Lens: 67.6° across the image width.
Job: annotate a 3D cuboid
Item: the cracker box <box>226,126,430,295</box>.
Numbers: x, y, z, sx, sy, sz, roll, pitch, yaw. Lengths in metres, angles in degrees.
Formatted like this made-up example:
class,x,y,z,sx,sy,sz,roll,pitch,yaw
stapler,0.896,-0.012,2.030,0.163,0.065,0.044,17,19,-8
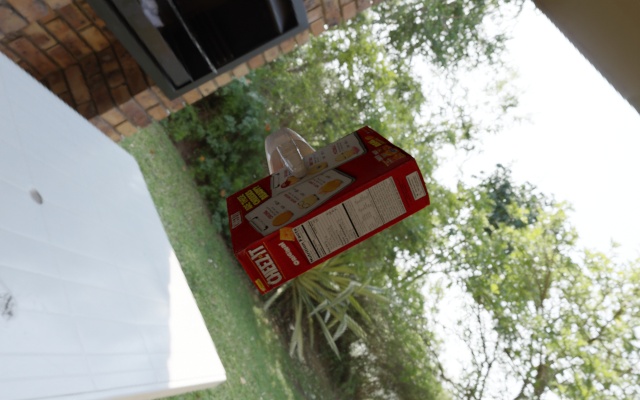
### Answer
class,x,y,z,sx,sy,sz,roll,pitch,yaw
cracker box,0.000,0.002,0.574,0.213,0.072,0.164,-28,25,-2
